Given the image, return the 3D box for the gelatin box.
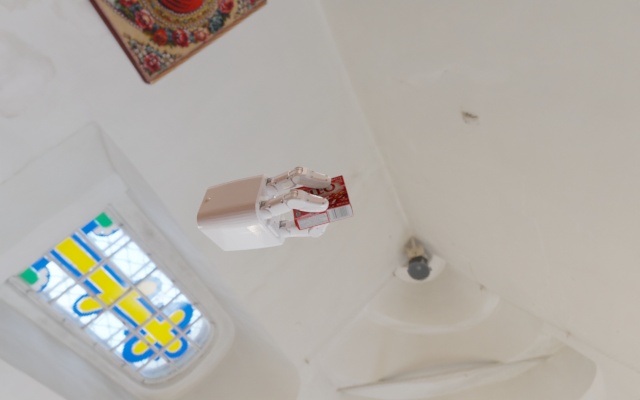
[{"bbox_3d":[0.001,0.003,0.738,0.089,0.030,0.073,-15,39,3],"label":"gelatin box"}]
